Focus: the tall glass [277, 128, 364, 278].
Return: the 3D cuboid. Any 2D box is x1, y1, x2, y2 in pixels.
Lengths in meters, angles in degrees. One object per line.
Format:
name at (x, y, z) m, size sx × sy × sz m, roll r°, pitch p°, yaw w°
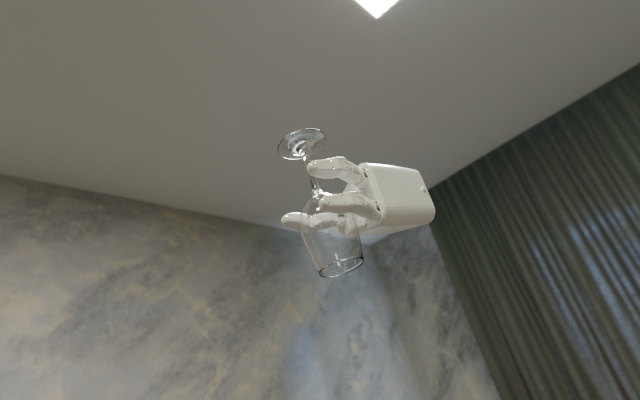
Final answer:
tall glass at (0.000, 0.002, 0.662) m, size 0.079 × 0.201 × 0.079 m, roll -14°, pitch -26°, yaw -7°
